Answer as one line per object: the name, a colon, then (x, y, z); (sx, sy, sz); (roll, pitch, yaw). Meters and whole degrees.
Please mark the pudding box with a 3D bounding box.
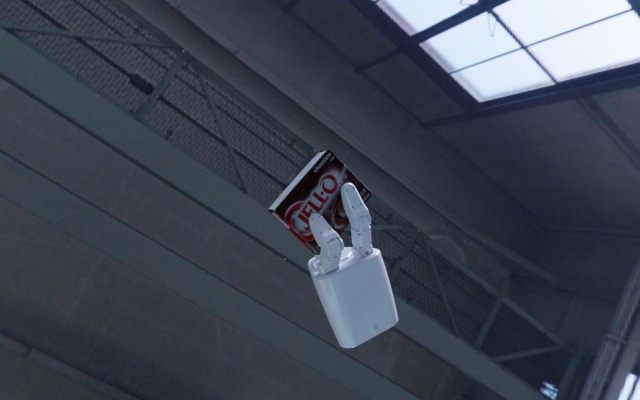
pudding box: (0.000, 0.002, 0.630); (0.090, 0.113, 0.039); (45, -16, -19)
